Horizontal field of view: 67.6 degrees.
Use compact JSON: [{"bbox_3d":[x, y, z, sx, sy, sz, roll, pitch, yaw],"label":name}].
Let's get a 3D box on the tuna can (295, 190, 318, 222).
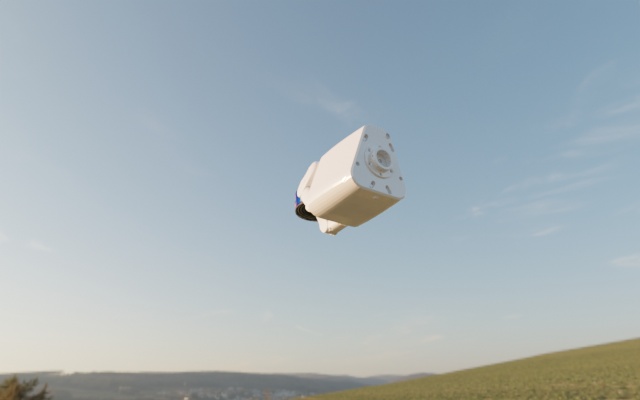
[{"bbox_3d":[0.000,0.002,0.791,0.086,0.033,0.086,-3,-27,-1],"label":"tuna can"}]
